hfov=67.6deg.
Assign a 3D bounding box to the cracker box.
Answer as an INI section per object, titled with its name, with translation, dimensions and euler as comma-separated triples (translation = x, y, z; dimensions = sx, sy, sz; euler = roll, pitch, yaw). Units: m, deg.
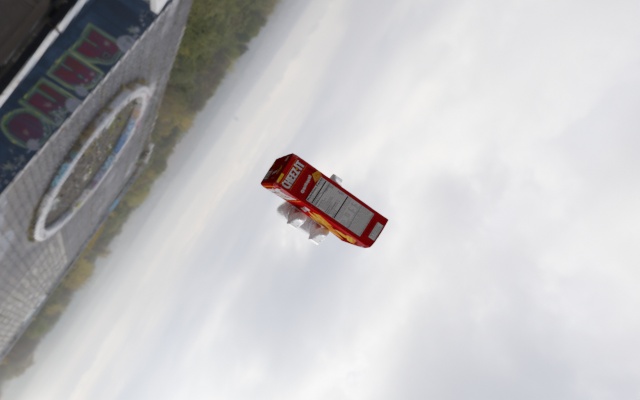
[cracker box]
translation = 0.000, 0.003, 0.899
dimensions = 0.214, 0.072, 0.164
euler = 34, -8, -13
